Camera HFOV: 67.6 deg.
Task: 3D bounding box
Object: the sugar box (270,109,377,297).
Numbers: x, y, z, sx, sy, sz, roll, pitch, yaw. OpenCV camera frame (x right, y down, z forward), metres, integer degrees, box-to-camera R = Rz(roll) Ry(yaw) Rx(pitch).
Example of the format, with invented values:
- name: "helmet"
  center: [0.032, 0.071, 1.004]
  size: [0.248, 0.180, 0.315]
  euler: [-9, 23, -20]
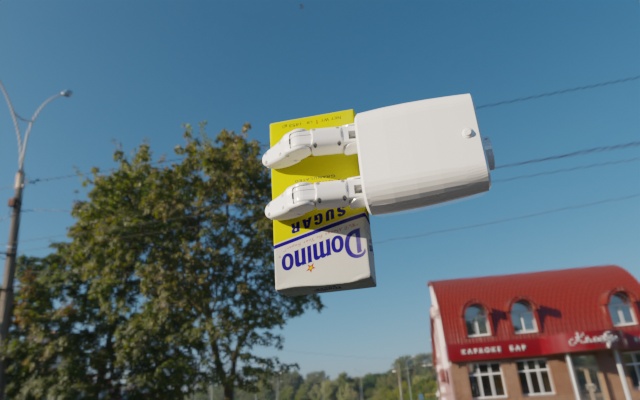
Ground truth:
- name: "sugar box"
  center: [0.000, 0.001, 0.477]
  size: [0.093, 0.176, 0.048]
  euler: [-9, -23, 11]
